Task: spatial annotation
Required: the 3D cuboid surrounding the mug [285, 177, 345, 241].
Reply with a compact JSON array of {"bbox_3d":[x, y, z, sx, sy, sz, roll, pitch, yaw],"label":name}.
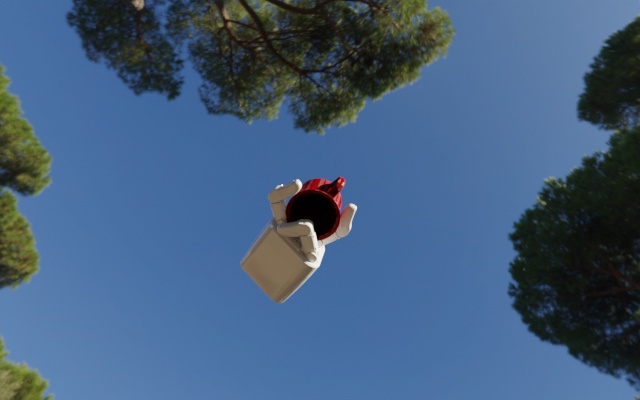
[{"bbox_3d":[0.001,0.002,0.823,0.093,0.117,0.081,38,22,-7],"label":"mug"}]
